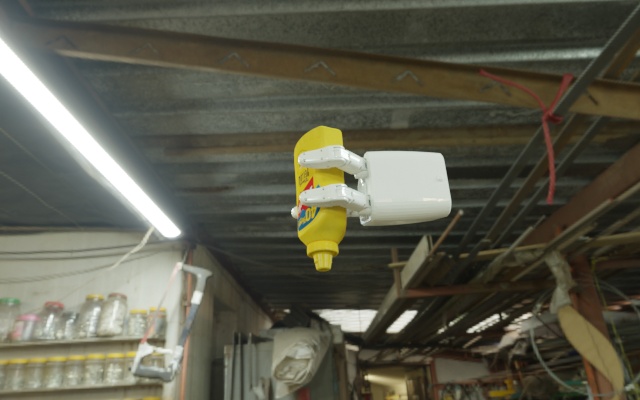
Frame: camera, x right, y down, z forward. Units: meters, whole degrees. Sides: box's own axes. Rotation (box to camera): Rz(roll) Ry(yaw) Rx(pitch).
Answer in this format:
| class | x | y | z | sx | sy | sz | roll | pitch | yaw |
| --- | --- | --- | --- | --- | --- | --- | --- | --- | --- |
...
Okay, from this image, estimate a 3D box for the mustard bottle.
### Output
| class | x | y | z | sx | sy | sz | roll | pitch | yaw |
| --- | --- | --- | --- | --- | --- | --- | --- | --- | --- |
| mustard bottle | 0.000 | 0.002 | 0.653 | 0.058 | 0.191 | 0.096 | 9 | -27 | -27 |
